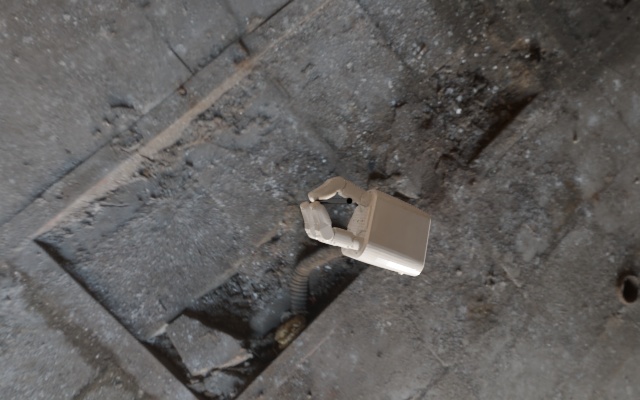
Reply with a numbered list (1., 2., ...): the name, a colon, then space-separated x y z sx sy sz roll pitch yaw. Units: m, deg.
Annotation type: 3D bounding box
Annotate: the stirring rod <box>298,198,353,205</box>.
1. stirring rod: 0.000 0.002 0.697 0.011 0.011 0.239 0 -1 -17
